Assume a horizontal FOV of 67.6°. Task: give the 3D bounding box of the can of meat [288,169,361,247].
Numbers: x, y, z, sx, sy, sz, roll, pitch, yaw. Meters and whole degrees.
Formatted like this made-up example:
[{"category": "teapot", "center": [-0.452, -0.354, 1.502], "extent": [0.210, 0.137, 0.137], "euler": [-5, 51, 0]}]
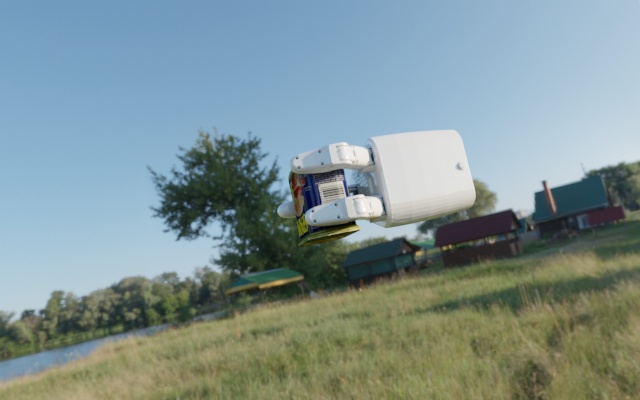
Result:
[{"category": "can of meat", "center": [0.000, 0.001, 0.525], "extent": [0.057, 0.084, 0.102], "euler": [-10, -8, -12]}]
